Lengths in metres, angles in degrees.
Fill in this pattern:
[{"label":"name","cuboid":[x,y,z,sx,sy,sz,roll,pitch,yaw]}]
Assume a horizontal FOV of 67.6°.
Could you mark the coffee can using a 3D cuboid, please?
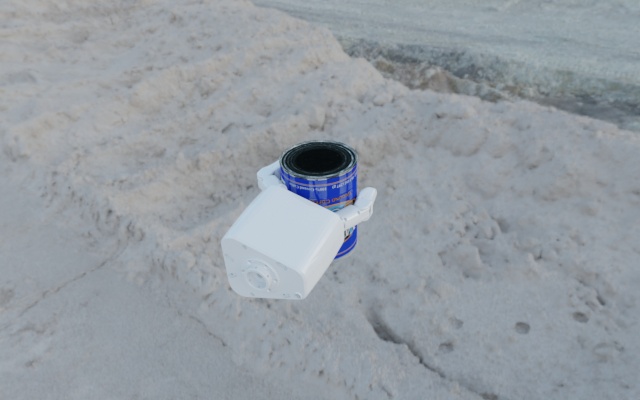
[{"label":"coffee can","cuboid":[0.000,0.002,0.656,0.103,0.140,0.102,-2,34,1]}]
